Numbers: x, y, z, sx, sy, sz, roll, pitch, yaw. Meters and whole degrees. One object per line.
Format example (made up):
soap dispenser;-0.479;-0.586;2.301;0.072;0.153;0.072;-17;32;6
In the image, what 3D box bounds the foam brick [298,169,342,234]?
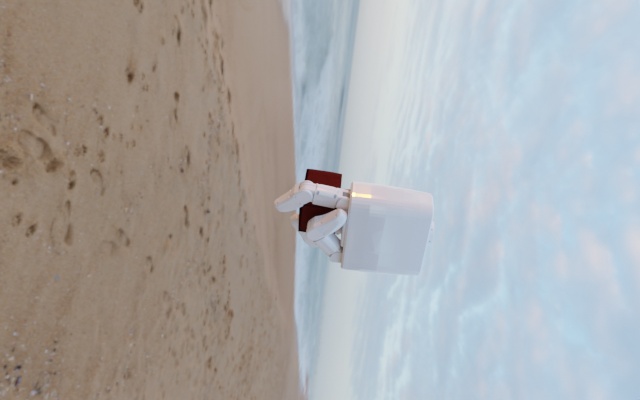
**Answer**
foam brick;0.000;0.002;0.658;0.051;0.053;0.078;7;43;2
